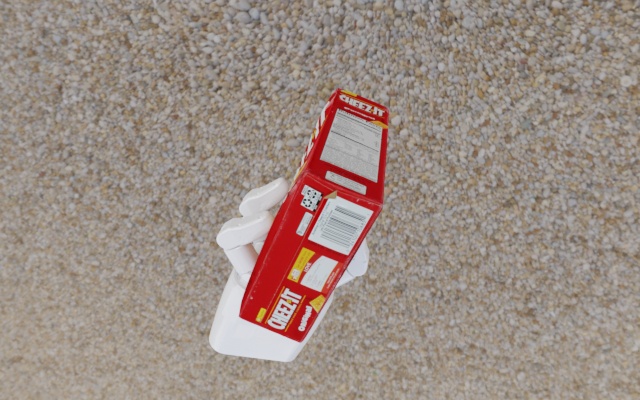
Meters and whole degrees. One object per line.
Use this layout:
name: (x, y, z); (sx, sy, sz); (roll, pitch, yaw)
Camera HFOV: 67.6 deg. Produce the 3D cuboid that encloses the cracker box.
cracker box: (0.000, 0.002, 0.470); (0.072, 0.164, 0.213); (23, 31, -5)
